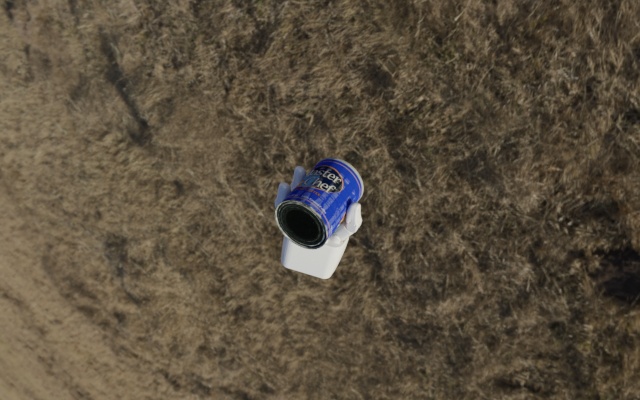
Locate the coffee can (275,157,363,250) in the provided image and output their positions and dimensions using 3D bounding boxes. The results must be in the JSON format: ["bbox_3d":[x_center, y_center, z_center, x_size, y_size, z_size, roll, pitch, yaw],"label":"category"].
[{"bbox_3d":[0.000,0.003,0.839,0.103,0.103,0.140,0,34,36],"label":"coffee can"}]
